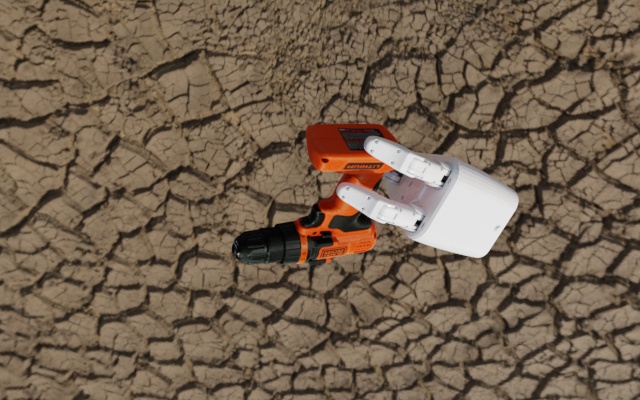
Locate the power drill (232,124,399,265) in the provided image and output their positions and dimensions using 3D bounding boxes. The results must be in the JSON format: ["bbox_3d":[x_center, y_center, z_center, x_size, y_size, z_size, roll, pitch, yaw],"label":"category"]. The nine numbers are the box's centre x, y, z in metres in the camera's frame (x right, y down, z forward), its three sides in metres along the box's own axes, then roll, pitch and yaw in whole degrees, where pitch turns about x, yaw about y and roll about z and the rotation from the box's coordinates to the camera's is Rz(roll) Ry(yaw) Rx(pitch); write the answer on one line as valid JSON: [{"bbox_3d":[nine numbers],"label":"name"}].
[{"bbox_3d":[0.000,0.001,0.538,0.184,0.057,0.188,-6,-40,-26],"label":"power drill"}]
